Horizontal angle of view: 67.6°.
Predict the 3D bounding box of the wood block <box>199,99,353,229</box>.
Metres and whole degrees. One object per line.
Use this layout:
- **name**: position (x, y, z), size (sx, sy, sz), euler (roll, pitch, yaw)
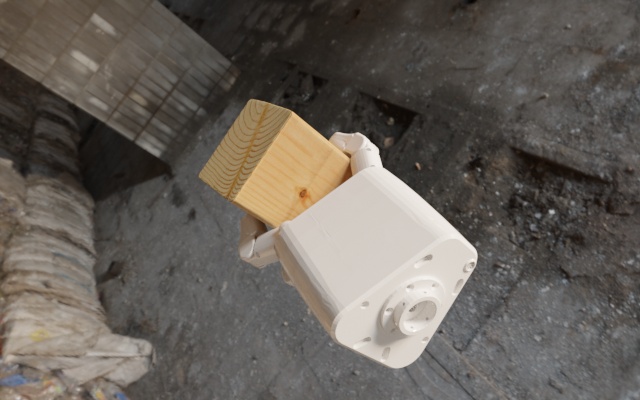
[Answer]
- **wood block**: position (0.000, 0.001, 0.471), size (0.206, 0.091, 0.090), euler (36, -4, -36)
